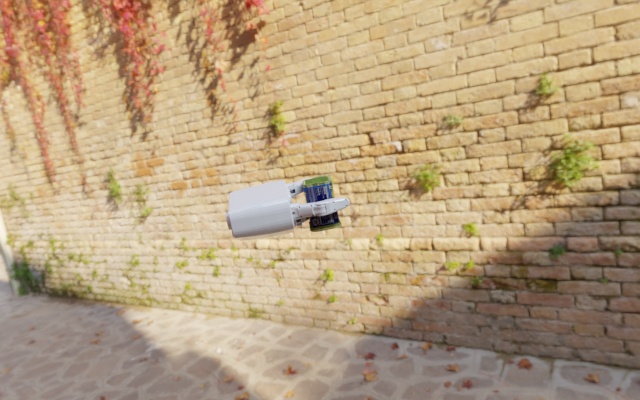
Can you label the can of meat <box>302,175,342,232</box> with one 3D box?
[{"bbox_3d":[0.000,0.002,0.859,0.057,0.084,0.102,-11,9,-1],"label":"can of meat"}]
